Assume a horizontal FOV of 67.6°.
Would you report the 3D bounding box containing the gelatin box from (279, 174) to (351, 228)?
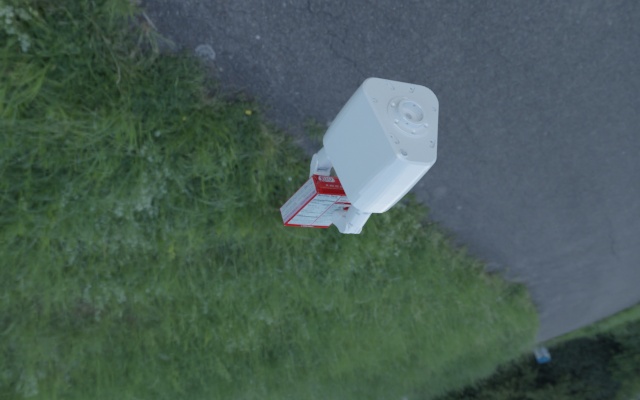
[{"bbox_3d":[0.000,0.003,0.626,0.073,0.030,0.089,4,-34,-36],"label":"gelatin box"}]
